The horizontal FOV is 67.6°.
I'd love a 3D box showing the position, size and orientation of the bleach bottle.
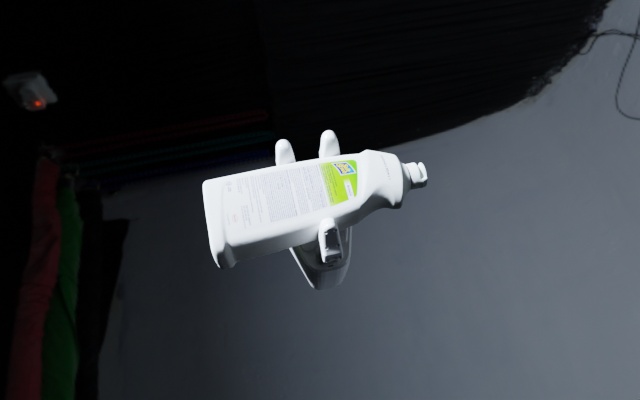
[{"bbox_3d":[0.000,0.002,0.545,0.251,0.102,0.068,-11,-24,-6],"label":"bleach bottle"}]
